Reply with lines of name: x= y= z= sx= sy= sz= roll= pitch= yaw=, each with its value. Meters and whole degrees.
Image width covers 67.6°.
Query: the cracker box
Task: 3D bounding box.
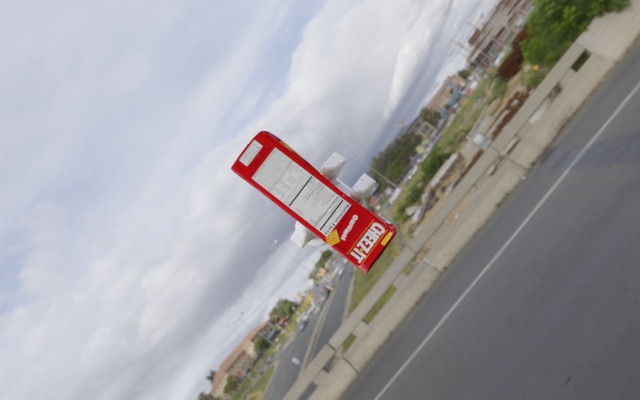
cracker box: x=0.000 y=0.002 z=0.652 sx=0.213 sy=0.072 sz=0.164 roll=37 pitch=2 yaw=8
